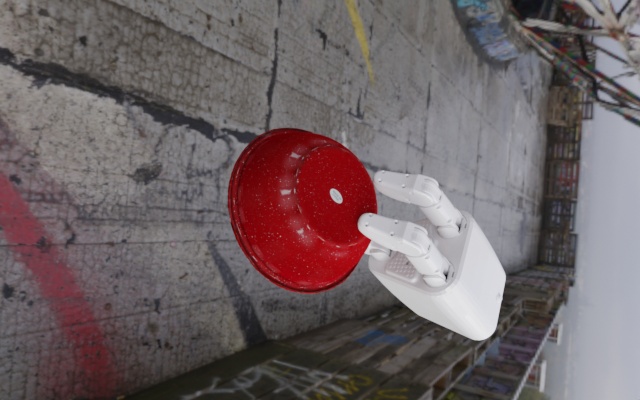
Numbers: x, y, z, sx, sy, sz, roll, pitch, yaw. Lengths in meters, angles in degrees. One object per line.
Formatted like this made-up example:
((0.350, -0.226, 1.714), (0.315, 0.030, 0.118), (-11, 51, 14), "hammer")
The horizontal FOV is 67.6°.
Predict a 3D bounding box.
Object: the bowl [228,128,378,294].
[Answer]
((-0.001, 0.001, 0.435), (0.162, 0.162, 0.055), (0, -13, -37), "bowl")
